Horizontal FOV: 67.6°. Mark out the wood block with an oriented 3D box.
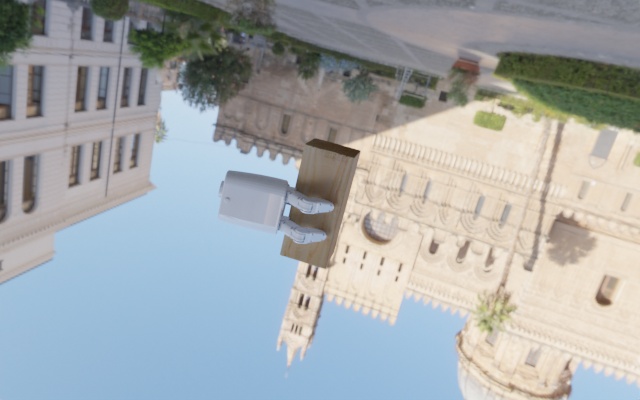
[{"bbox_3d":[0.000,0.003,0.860,0.090,0.206,0.090,16,17,7],"label":"wood block"}]
